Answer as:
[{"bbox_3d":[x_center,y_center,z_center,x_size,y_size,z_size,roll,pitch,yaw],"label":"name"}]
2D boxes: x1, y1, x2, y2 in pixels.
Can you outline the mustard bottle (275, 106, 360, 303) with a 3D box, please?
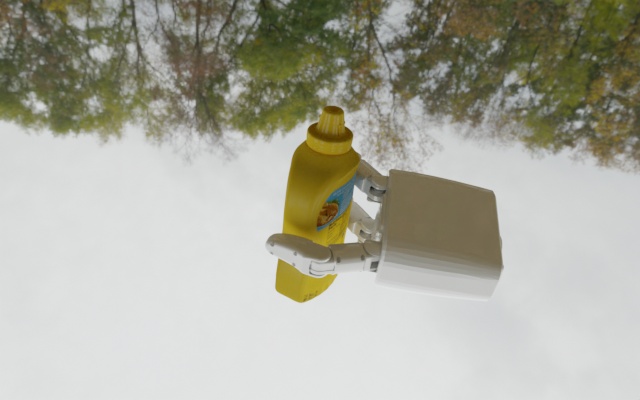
[{"bbox_3d":[0.000,0.002,0.457,0.058,0.192,0.096,24,37,20],"label":"mustard bottle"}]
